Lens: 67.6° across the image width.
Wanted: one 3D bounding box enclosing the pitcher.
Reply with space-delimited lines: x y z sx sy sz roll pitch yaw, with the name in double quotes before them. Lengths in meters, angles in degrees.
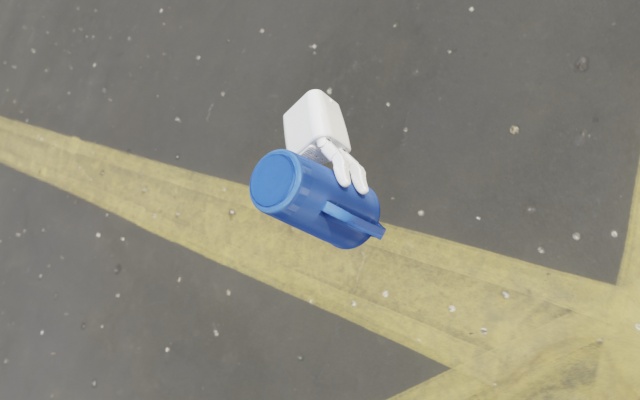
"pitcher" 0.000 0.003 0.834 0.149 0.145 0.243 -23 -27 29
